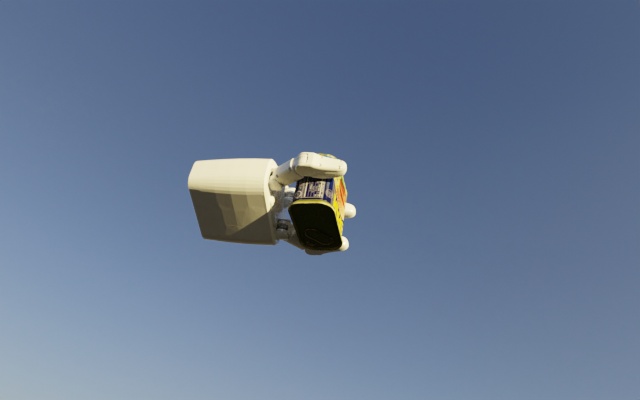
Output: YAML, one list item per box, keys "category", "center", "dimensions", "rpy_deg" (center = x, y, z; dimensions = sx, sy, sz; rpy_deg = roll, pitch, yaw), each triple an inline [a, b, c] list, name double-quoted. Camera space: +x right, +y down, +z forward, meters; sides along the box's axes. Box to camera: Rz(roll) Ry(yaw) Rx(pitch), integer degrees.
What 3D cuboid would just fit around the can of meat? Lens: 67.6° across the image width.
- category: "can of meat"
  center: [0.000, 0.002, 0.614]
  dimensions: [0.057, 0.084, 0.102]
  rpy_deg: [-1, -39, 13]
